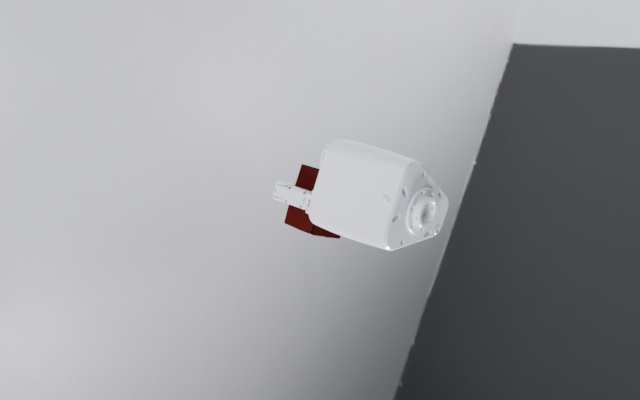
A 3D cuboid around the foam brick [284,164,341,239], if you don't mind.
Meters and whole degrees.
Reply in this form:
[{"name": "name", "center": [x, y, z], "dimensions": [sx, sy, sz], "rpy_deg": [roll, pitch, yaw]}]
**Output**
[{"name": "foam brick", "center": [0.000, 0.002, 0.577], "dimensions": [0.051, 0.078, 0.053], "rpy_deg": [20, 5, 42]}]
